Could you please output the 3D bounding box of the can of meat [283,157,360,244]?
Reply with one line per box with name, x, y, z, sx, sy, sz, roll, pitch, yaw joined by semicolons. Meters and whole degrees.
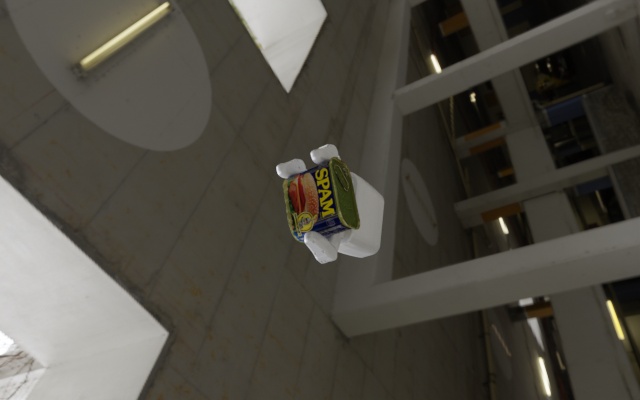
can of meat;0.000;0.002;0.664;0.084;0.102;0.057;-20;-23;26
